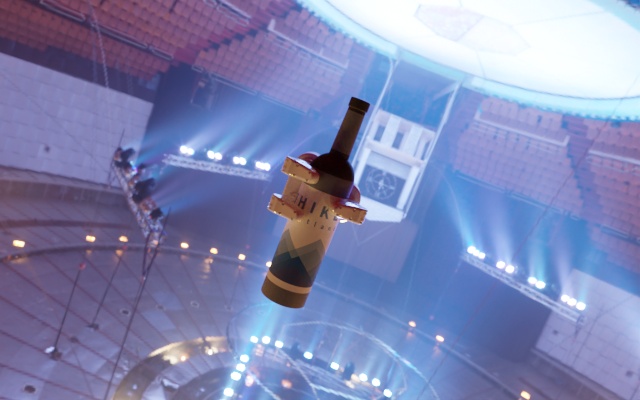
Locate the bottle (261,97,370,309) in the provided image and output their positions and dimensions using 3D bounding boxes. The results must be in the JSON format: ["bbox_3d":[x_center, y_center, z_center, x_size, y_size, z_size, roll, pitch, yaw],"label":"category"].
[{"bbox_3d":[0.000,0.002,0.655,0.069,0.296,0.069,21,9,-4],"label":"bottle"}]
